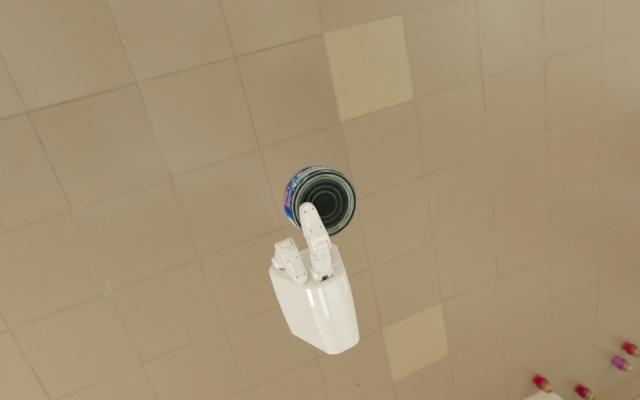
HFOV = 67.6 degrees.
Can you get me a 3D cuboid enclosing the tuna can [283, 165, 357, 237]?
[{"bbox_3d":[0.000,0.002,0.577,0.086,0.086,0.033,0,12,-20],"label":"tuna can"}]
